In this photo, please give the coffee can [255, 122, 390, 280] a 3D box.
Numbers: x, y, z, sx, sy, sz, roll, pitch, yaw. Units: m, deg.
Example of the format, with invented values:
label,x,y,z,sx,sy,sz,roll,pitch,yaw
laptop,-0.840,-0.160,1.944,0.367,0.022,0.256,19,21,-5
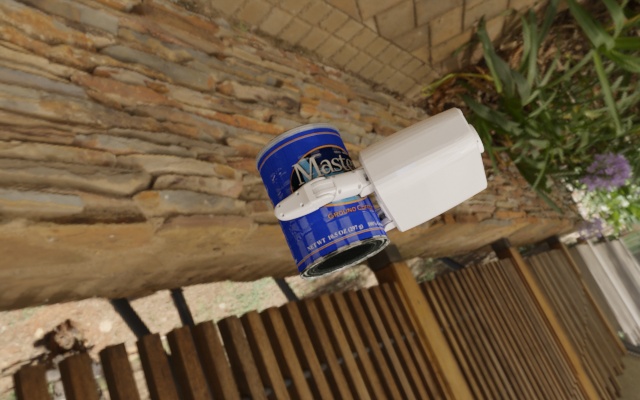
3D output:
label,x,y,z,sx,sy,sz,roll,pitch,yaw
coffee can,0.000,0.002,0.521,0.103,0.140,0.103,-21,-18,-7
